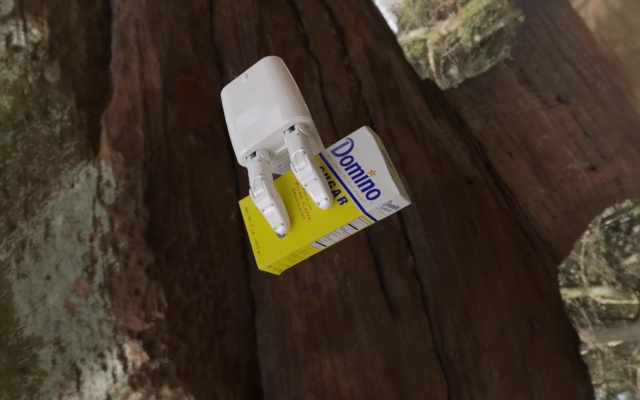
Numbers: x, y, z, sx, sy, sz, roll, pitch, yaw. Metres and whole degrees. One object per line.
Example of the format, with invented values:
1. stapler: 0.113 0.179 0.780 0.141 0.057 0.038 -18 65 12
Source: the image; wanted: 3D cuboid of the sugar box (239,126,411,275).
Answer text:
1. sugar box: 0.000 0.002 0.528 0.176 0.093 0.048 -32 -28 18
